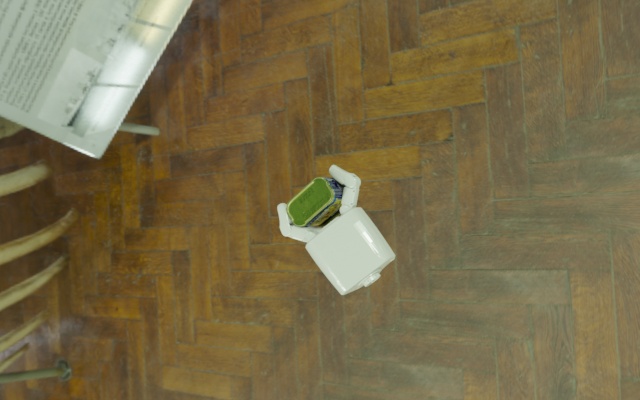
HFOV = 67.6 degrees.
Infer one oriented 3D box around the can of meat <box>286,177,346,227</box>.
[{"bbox_3d":[0.000,0.003,0.845,0.102,0.057,0.084,-42,-18,22],"label":"can of meat"}]
